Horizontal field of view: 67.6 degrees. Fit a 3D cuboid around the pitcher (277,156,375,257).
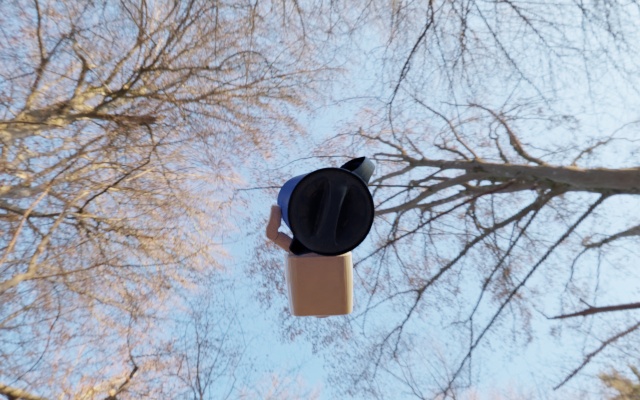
[{"bbox_3d":[0.000,0.003,0.815,0.149,0.145,0.243,-5,5,-12],"label":"pitcher"}]
